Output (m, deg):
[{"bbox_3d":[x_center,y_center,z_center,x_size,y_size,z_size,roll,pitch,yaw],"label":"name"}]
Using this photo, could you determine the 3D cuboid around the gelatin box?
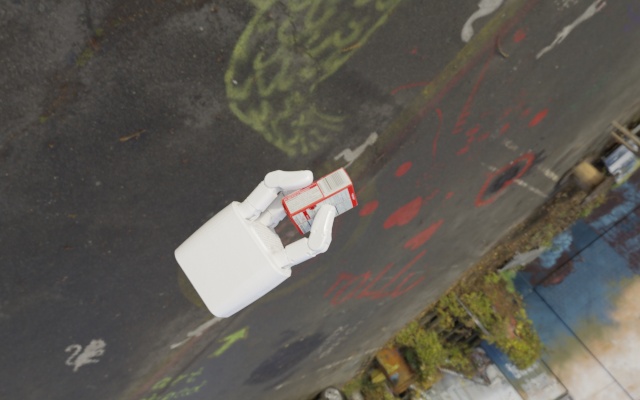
[{"bbox_3d":[0.001,0.002,0.613,0.089,0.030,0.073,-28,-24,-1],"label":"gelatin box"}]
